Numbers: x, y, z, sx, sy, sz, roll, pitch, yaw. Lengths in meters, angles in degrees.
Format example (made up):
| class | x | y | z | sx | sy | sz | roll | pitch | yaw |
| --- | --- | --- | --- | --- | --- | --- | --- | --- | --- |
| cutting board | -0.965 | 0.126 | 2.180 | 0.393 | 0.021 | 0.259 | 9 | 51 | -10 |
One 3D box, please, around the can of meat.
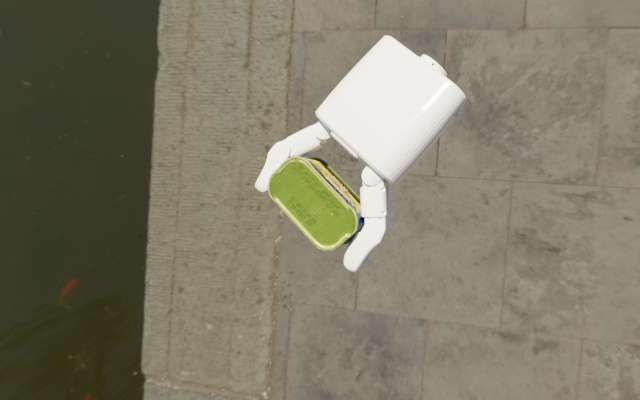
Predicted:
| class | x | y | z | sx | sy | sz | roll | pitch | yaw |
| --- | --- | --- | --- | --- | --- | --- | --- | --- | --- |
| can of meat | 0.000 | 0.002 | 0.490 | 0.057 | 0.102 | 0.084 | -45 | -7 | 10 |
